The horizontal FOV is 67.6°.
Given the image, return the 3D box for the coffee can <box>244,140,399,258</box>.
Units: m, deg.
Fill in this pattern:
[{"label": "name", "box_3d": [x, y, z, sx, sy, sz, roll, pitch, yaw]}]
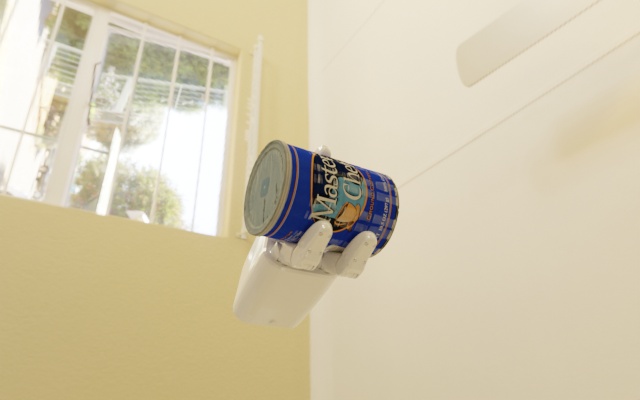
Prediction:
[{"label": "coffee can", "box_3d": [0.000, 0.002, 0.527, 0.140, 0.103, 0.103, 15, -7, -28]}]
